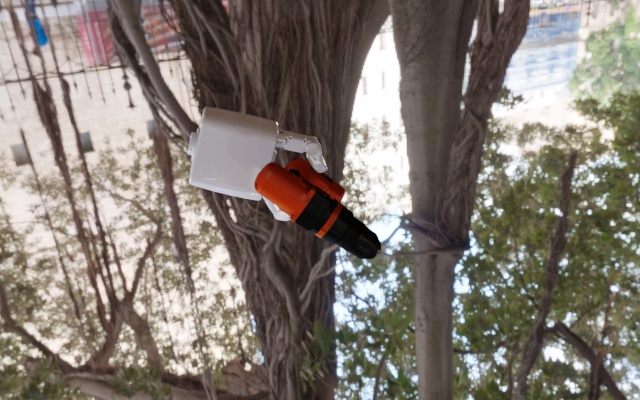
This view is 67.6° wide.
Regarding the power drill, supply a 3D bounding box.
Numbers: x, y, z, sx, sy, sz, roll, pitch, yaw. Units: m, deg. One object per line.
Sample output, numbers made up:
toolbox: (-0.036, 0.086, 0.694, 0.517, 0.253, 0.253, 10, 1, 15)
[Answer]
power drill: (0.000, 0.002, 0.675, 0.184, 0.057, 0.187, 36, 8, -6)
